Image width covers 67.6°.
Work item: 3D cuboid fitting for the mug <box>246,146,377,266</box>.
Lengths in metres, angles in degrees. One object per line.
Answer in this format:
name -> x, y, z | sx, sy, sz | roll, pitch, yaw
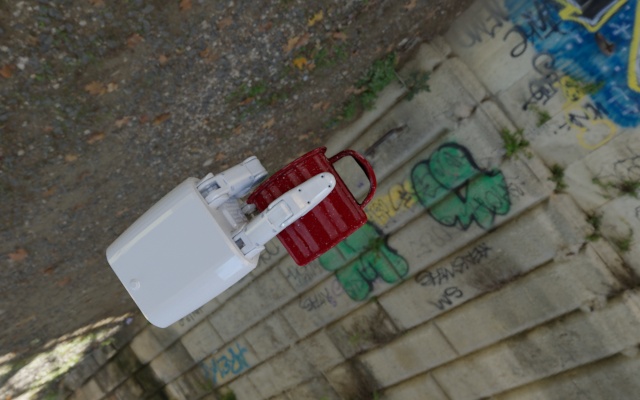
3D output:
mug -> 0.001, 0.001, 0.452 | 0.117, 0.081, 0.093 | -36, -3, 8
